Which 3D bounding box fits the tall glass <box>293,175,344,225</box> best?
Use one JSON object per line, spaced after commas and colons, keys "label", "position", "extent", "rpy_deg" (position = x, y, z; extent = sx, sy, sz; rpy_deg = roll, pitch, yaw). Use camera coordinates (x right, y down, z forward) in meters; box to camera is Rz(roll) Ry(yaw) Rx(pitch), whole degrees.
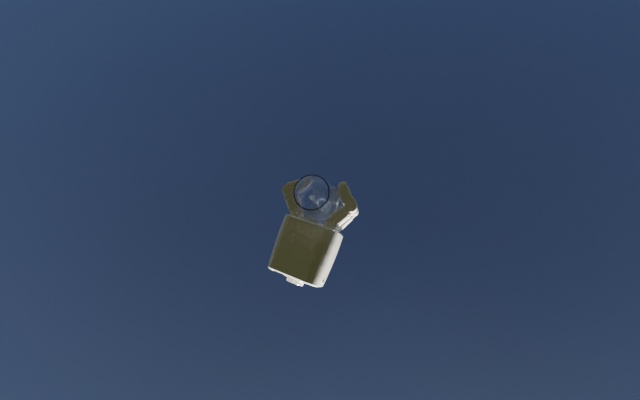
{"label": "tall glass", "position": [0.000, 0.003, 0.893], "extent": [0.079, 0.079, 0.201], "rpy_deg": [0, -10, 9]}
